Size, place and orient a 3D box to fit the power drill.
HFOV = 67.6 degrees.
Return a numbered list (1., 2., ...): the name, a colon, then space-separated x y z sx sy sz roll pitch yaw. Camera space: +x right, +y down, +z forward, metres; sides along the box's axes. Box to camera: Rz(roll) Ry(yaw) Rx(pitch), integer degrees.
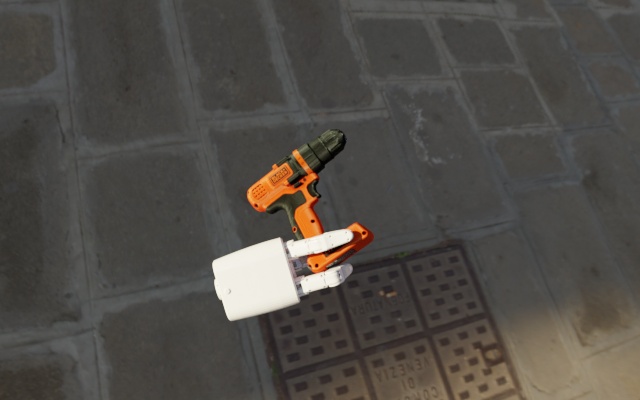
1. power drill: 0.000 0.003 0.736 0.184 0.187 0.057 -37 -21 7
